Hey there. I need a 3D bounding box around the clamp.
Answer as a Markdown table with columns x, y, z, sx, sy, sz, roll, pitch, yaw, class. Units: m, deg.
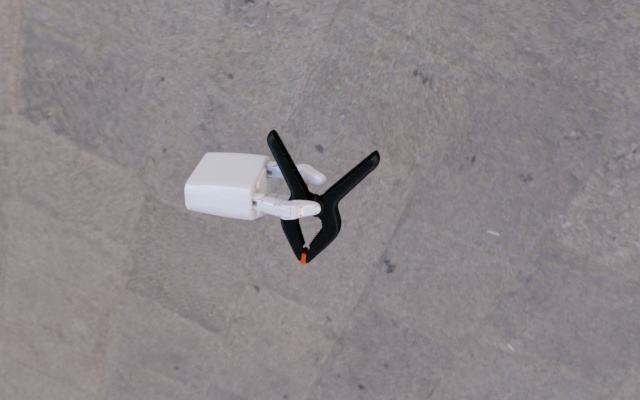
| x | y | z | sx | sy | sz | roll | pitch | yaw | class |
| --- | --- | --- | --- | --- | --- | --- | --- | --- | --- |
| 0.000 | 0.003 | 0.718 | 0.164 | 0.210 | 0.036 | 6 | 24 | 8 | clamp |
